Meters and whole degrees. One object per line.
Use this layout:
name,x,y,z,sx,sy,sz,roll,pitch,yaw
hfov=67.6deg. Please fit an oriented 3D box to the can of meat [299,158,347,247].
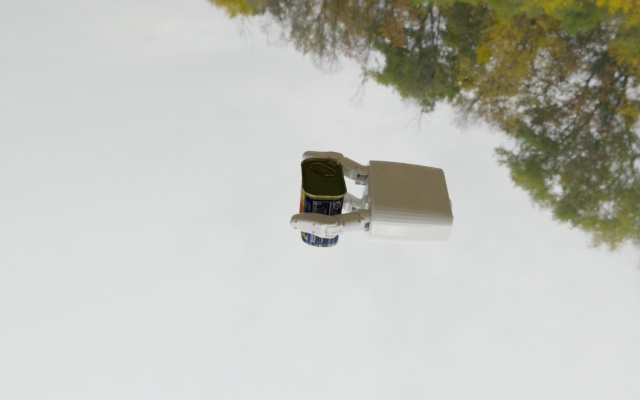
can of meat,0.000,0.002,0.652,0.057,0.084,0.102,2,32,-6
